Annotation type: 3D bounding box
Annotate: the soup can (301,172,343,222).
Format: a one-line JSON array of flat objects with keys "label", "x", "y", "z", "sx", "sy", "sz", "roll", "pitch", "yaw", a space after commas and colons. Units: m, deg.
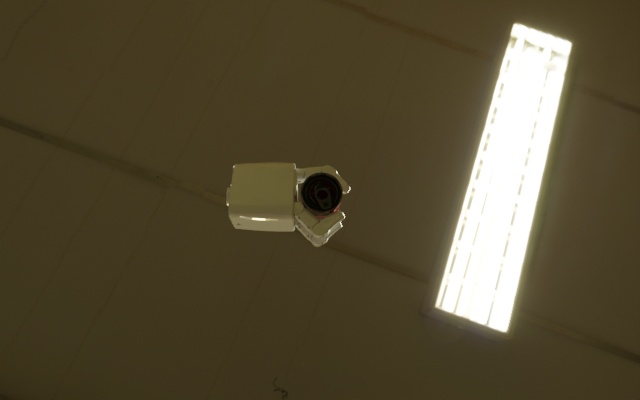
[{"label": "soup can", "x": 0.001, "y": 0.003, "z": 0.815, "sx": 0.068, "sy": 0.068, "sz": 0.102, "roll": 0, "pitch": -19, "yaw": -2}]
